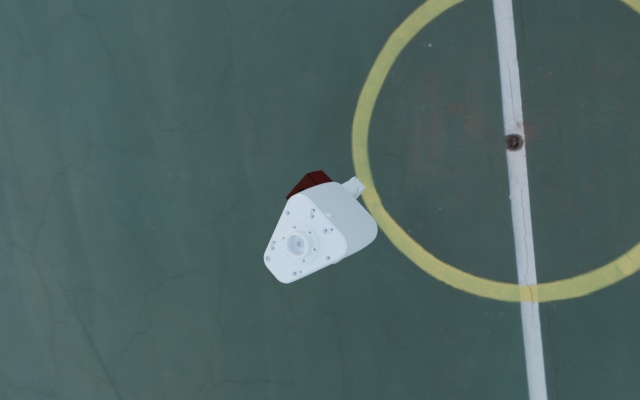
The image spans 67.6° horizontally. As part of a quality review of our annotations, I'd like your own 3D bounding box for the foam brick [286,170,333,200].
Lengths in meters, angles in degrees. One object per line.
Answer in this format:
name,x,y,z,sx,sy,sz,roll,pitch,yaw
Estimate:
foam brick,0.000,0.002,0.685,0.053,0.078,0.051,-47,-13,24
